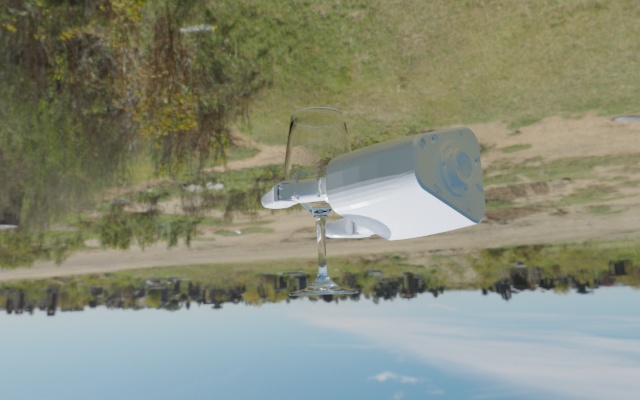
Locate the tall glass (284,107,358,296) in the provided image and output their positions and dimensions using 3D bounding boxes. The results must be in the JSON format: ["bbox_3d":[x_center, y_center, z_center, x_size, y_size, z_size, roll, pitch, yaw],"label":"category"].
[{"bbox_3d":[0.000,0.002,0.527,0.079,0.201,0.079,-2,-11,0],"label":"tall glass"}]
